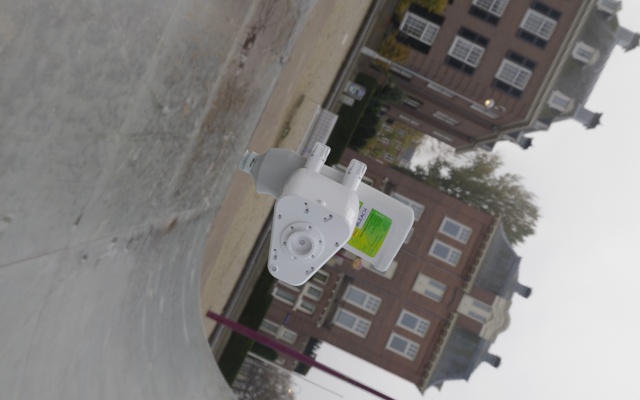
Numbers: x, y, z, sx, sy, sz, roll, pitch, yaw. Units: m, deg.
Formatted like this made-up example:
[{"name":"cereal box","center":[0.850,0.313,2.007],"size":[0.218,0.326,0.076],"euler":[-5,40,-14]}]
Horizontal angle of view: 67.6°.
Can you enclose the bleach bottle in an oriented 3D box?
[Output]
[{"name":"bleach bottle","center":[0.000,0.002,0.681],"size":[0.251,0.102,0.068],"euler":[25,19,-2]}]
